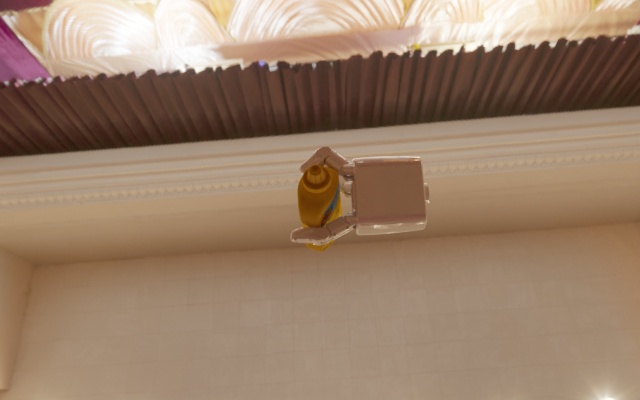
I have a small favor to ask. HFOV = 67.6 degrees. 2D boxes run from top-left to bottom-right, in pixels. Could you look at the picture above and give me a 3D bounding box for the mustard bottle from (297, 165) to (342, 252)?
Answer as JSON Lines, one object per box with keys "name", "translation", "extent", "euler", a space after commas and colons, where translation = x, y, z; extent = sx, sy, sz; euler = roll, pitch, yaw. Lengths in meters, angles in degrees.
{"name": "mustard bottle", "translation": [0.000, 0.003, 0.747], "extent": [0.058, 0.096, 0.192], "euler": [19, -25, 14]}
